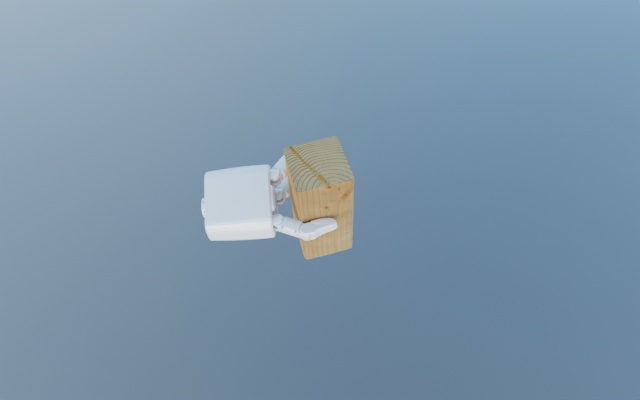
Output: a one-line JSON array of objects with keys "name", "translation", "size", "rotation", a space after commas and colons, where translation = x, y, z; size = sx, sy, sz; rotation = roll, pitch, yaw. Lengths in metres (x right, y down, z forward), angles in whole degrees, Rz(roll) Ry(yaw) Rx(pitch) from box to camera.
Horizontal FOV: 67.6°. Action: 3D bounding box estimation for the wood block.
[{"name": "wood block", "translation": [0.000, 0.003, 0.795], "size": [0.090, 0.090, 0.206], "rotation": [-14, -34, -7]}]
